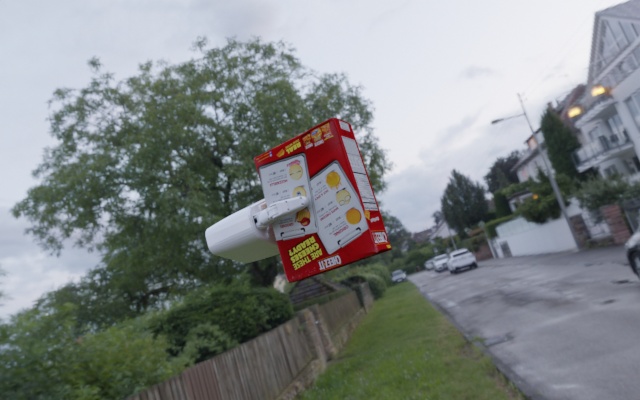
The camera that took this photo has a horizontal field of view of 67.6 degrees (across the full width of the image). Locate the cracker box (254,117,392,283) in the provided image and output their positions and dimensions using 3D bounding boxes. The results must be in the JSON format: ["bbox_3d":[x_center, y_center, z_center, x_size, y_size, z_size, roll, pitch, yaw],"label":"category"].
[{"bbox_3d":[0.000,0.002,0.753,0.164,0.213,0.072,-23,-12,28],"label":"cracker box"}]
